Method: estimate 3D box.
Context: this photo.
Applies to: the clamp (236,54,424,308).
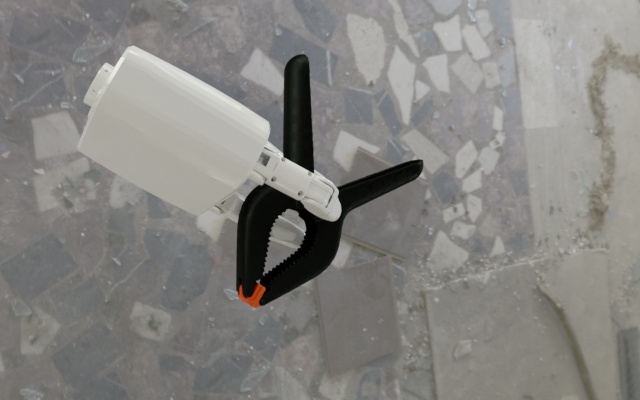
[{"bbox_3d":[0.000,0.002,0.419,0.164,0.210,0.036,30,-13,-22],"label":"clamp"}]
